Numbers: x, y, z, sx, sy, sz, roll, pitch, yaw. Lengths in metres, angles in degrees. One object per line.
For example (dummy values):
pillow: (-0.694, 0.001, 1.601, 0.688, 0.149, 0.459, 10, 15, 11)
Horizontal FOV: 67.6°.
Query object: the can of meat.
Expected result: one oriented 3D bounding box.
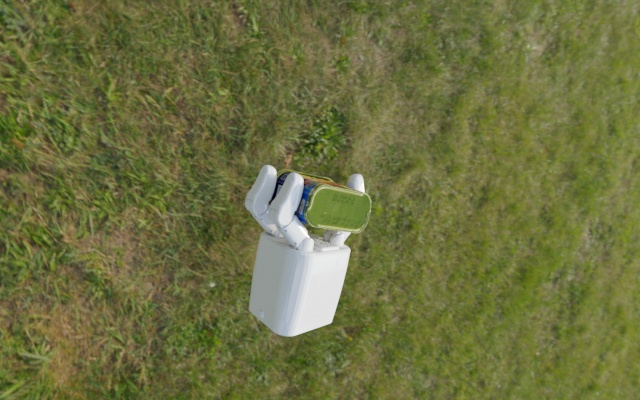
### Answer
can of meat: (0.000, 0.002, 0.589, 0.102, 0.057, 0.084, 10, 7, -38)
